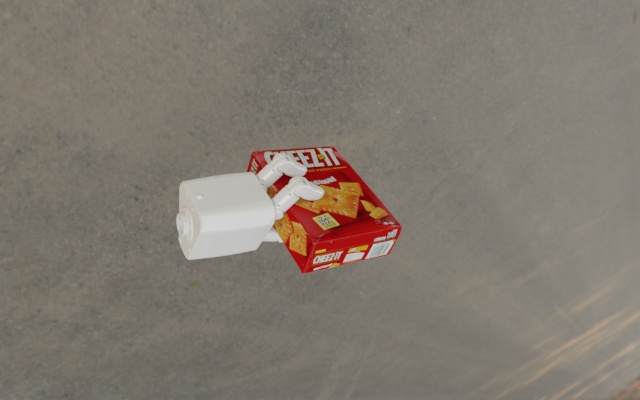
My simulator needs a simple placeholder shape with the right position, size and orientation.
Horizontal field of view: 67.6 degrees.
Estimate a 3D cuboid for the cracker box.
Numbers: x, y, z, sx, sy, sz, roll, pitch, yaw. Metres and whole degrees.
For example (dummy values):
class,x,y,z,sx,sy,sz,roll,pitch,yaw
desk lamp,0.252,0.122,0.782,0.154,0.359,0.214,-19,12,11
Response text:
class,x,y,z,sx,sy,sz,roll,pitch,yaw
cracker box,0.000,0.003,0.747,0.164,0.072,0.213,-7,45,-33
